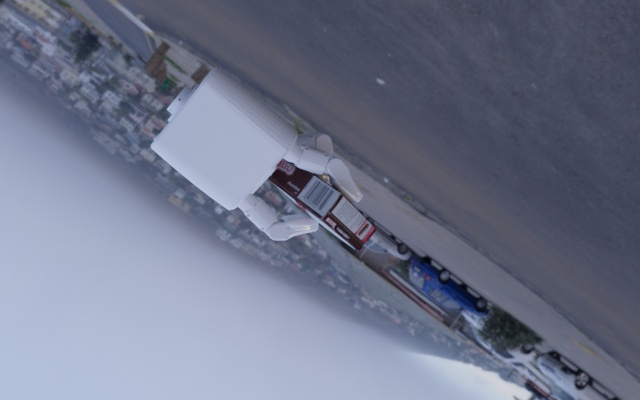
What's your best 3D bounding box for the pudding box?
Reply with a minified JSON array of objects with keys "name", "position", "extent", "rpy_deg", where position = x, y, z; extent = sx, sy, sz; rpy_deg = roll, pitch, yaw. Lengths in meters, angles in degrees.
[{"name":"pudding box","position":[0.000,0.002,0.550],"extent":[0.113,0.039,0.090],"rpy_deg":[38,-2,42]}]
